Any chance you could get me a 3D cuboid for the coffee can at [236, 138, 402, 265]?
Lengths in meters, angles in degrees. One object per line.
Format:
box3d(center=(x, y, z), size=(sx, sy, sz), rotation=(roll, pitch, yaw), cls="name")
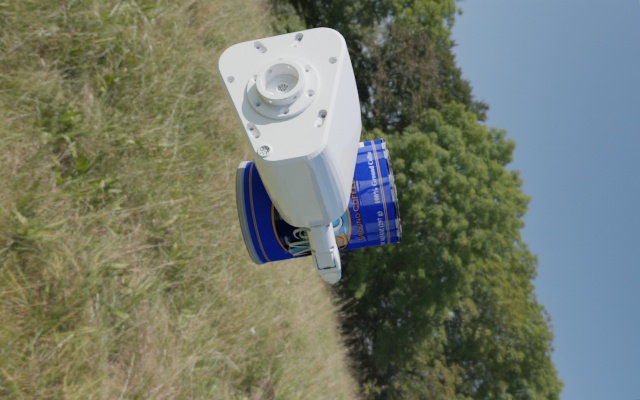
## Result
box3d(center=(0.000, 0.002, 0.465), size=(0.140, 0.103, 0.103), rotation=(-9, -1, 5), cls="coffee can")
